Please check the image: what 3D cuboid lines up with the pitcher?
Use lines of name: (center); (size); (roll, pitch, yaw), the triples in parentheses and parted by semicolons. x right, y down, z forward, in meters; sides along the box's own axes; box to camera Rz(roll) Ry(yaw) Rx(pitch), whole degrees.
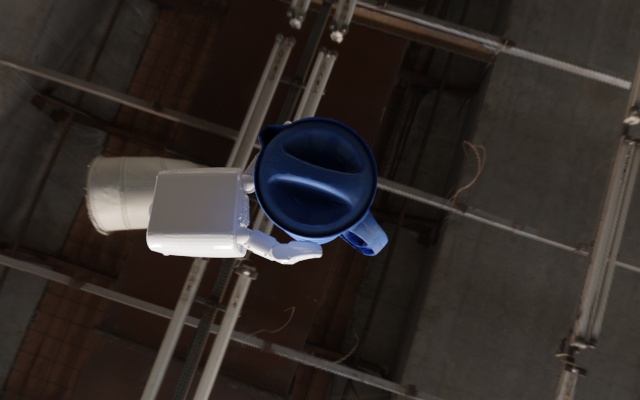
pitcher: (0.000, 0.002, 0.619); (0.145, 0.149, 0.243); (-2, -10, -1)
